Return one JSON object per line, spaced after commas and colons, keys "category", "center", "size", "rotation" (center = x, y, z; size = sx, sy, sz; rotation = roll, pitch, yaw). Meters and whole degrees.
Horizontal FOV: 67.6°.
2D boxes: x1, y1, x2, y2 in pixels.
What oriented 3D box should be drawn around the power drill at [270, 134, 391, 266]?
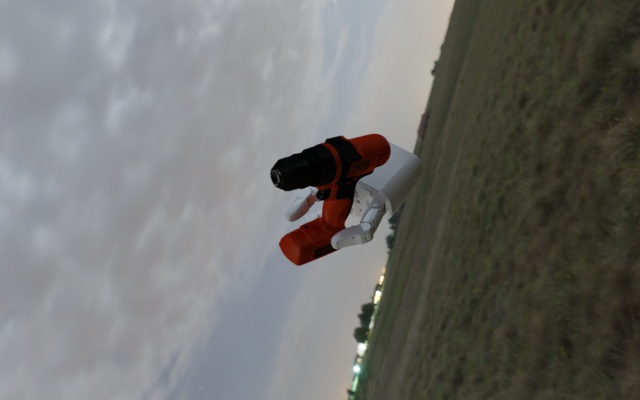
{"category": "power drill", "center": [0.000, 0.002, 0.640], "size": [0.184, 0.188, 0.057], "rotation": [-17, 52, -36]}
